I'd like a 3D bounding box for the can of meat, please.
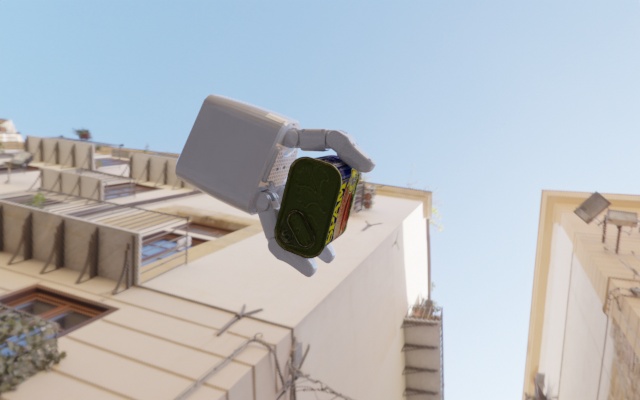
[{"bbox_3d":[0.000,0.002,0.517,0.057,0.102,0.084,19,15,17],"label":"can of meat"}]
